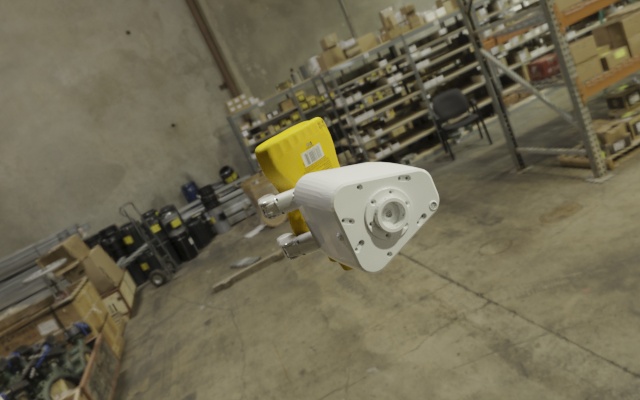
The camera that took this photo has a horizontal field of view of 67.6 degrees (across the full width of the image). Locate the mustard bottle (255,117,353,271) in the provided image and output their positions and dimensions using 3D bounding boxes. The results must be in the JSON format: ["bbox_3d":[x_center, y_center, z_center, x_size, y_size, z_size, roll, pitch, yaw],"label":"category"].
[{"bbox_3d":[0.000,0.002,0.589,0.058,0.192,0.096,-8,22,49],"label":"mustard bottle"}]
